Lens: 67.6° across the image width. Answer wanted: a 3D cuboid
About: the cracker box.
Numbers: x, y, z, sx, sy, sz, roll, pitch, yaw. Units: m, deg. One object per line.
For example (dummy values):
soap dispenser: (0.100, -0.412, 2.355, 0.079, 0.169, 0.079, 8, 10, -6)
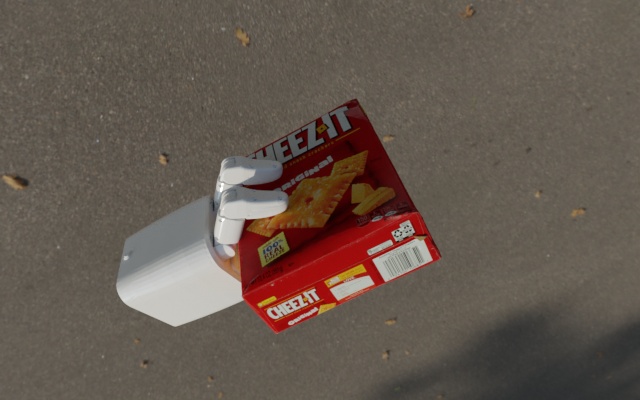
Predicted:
cracker box: (0.000, 0.002, 0.480, 0.164, 0.072, 0.213, -26, 38, 8)
